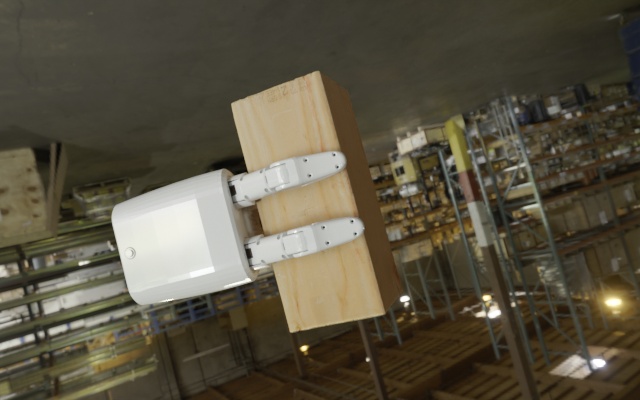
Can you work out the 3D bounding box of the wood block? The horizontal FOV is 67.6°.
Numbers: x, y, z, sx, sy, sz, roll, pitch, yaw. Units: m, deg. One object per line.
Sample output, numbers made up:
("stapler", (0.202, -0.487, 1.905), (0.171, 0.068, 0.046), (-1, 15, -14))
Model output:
("wood block", (0.000, 0.002, 0.442), (0.090, 0.206, 0.091), (-16, -3, 18))
